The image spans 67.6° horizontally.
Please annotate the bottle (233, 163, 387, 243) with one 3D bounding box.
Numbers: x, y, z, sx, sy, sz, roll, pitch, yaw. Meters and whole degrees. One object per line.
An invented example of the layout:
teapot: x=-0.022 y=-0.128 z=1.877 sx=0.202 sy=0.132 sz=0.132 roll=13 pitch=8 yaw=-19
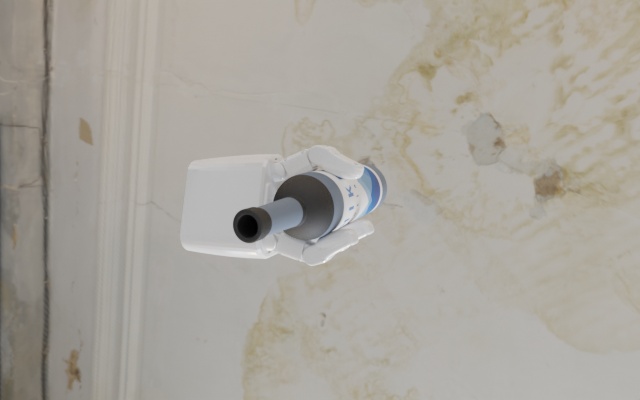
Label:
bottle: x=0.000 y=0.002 z=0.505 sx=0.069 sy=0.069 sz=0.295 roll=0 pitch=7 yaw=23
